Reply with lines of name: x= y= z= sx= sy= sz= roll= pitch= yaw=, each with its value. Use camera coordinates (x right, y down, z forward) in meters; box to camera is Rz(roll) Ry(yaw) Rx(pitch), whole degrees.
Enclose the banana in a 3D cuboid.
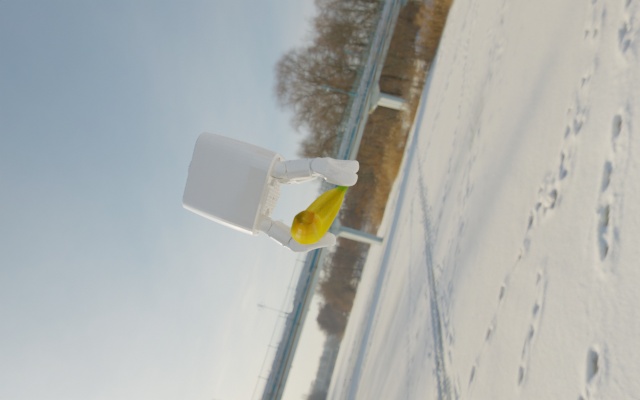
banana: x=-0.005 y=0.018 z=0.574 sx=0.037 sy=0.070 sz=0.197 roll=23 pitch=20 yaw=7
